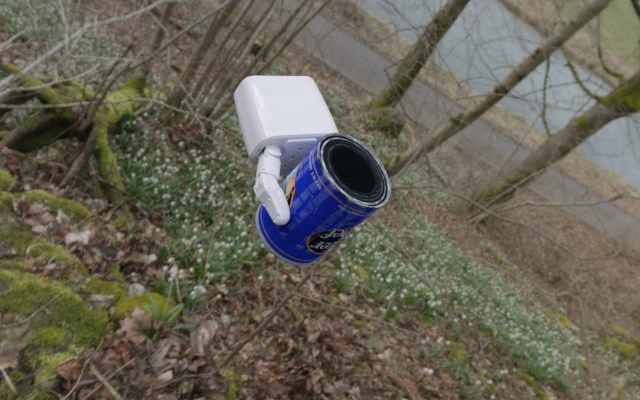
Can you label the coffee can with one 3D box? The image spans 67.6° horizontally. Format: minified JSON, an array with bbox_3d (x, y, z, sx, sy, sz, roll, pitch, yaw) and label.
[{"bbox_3d":[0.000,0.002,0.574,0.103,0.102,0.140,0,-32,-42],"label":"coffee can"}]
